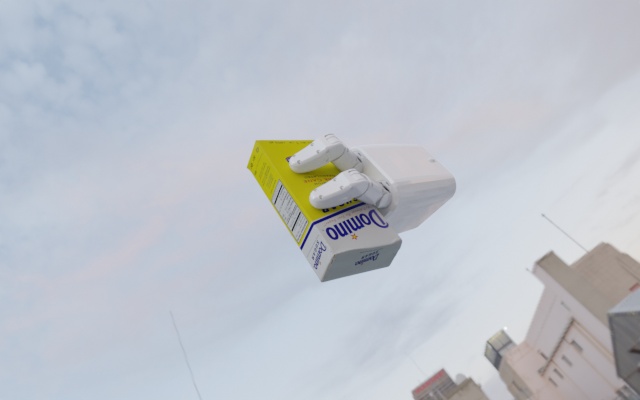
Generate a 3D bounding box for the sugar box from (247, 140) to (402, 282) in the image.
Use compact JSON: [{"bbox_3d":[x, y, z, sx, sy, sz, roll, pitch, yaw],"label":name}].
[{"bbox_3d":[0.000,0.001,0.512,0.093,0.048,0.176,-7,43,-37],"label":"sugar box"}]
